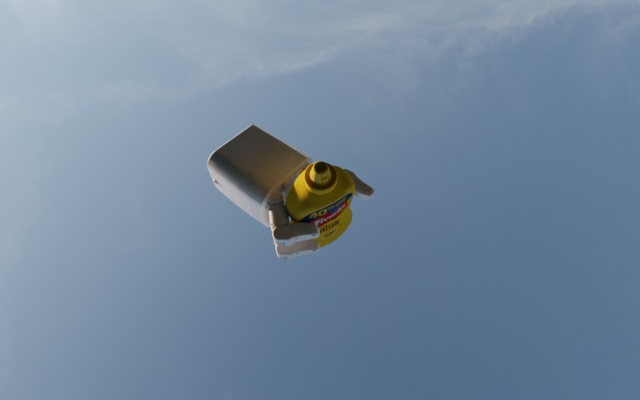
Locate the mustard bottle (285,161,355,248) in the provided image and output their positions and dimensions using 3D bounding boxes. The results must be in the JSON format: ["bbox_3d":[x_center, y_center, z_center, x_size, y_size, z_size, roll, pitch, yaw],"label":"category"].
[{"bbox_3d":[0.000,0.002,0.643,0.096,0.058,0.192,-26,-23,-12],"label":"mustard bottle"}]
